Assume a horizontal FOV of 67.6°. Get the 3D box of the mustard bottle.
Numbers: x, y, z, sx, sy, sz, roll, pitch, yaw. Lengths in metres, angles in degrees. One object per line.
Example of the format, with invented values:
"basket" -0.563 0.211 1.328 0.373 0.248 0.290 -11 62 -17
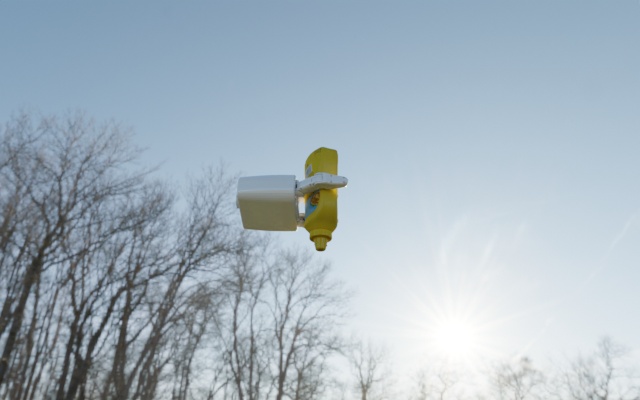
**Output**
"mustard bottle" 0.000 0.003 0.885 0.058 0.191 0.096 12 -30 -20
